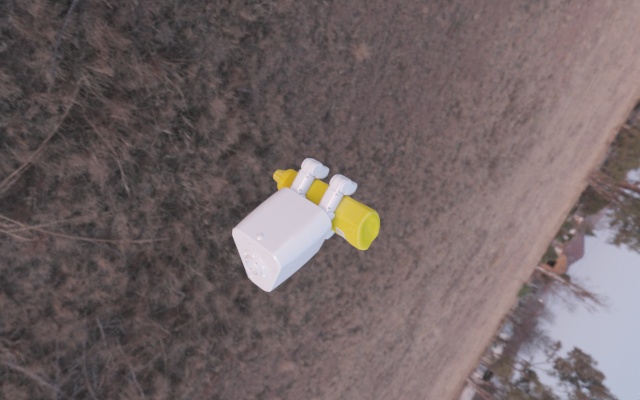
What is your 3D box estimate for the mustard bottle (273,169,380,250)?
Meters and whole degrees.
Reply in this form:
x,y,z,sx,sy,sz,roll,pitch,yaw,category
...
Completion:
x,y,z,sx,sy,sz,roll,pitch,yaw,category
0.001,0.002,0.752,0.191,0.058,0.096,31,-13,25,mustard bottle
